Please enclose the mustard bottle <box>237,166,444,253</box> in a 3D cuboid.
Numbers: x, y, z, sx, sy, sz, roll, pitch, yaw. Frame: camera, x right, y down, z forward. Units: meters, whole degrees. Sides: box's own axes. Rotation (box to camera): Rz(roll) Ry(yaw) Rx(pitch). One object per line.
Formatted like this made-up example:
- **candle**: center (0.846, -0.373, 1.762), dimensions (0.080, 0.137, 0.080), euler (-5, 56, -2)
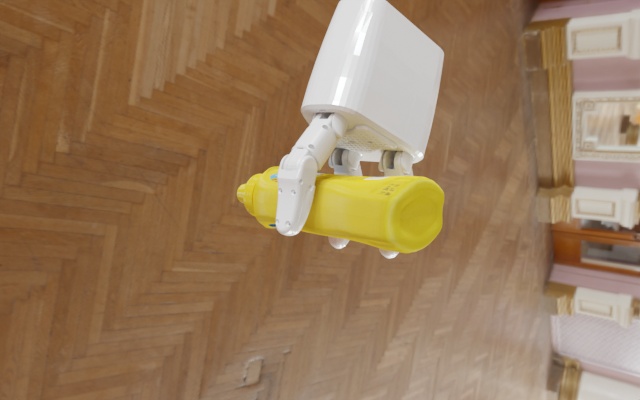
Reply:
- **mustard bottle**: center (0.000, 0.002, 0.413), dimensions (0.191, 0.058, 0.096), euler (7, 10, 36)
